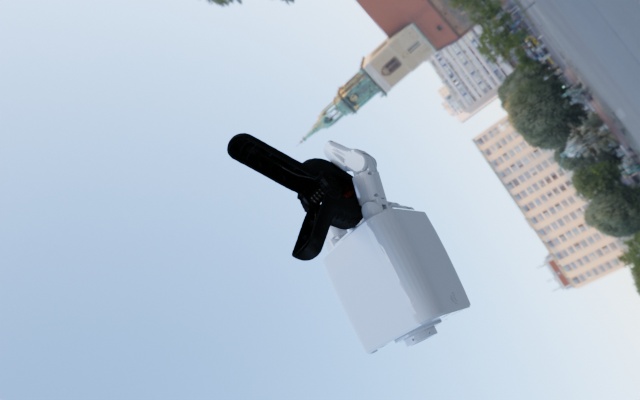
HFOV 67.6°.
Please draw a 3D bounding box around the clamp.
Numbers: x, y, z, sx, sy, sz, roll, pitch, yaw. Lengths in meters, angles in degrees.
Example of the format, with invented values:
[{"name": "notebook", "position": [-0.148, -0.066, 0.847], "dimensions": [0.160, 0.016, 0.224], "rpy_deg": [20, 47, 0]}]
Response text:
[{"name": "clamp", "position": [0.000, 0.002, 0.432], "dimensions": [0.039, 0.120, 0.171], "rpy_deg": [-37, -25, 29]}]
